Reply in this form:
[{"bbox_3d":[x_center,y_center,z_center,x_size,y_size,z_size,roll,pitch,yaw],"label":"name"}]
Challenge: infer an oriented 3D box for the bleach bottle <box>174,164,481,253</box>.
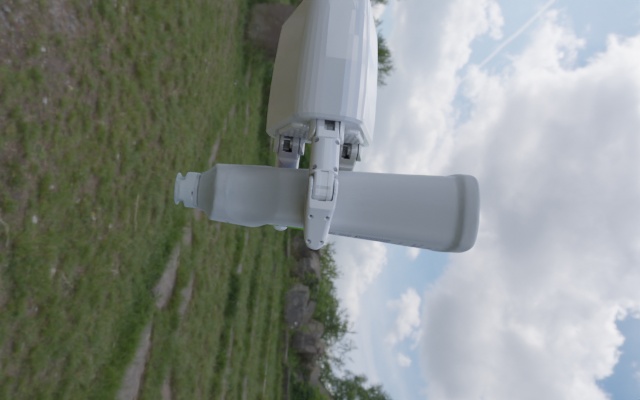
[{"bbox_3d":[0.000,0.001,0.420,0.251,0.068,0.102,6,-6,-5],"label":"bleach bottle"}]
